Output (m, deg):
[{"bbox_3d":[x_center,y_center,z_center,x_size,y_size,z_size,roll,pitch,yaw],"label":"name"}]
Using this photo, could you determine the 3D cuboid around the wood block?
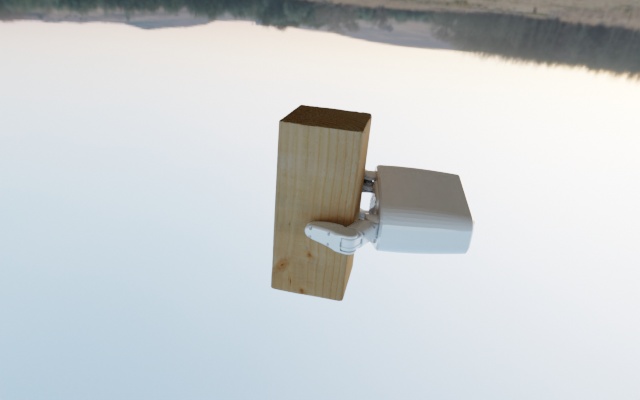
[{"bbox_3d":[0.000,0.002,0.563,0.090,0.206,0.090,9,24,9],"label":"wood block"}]
